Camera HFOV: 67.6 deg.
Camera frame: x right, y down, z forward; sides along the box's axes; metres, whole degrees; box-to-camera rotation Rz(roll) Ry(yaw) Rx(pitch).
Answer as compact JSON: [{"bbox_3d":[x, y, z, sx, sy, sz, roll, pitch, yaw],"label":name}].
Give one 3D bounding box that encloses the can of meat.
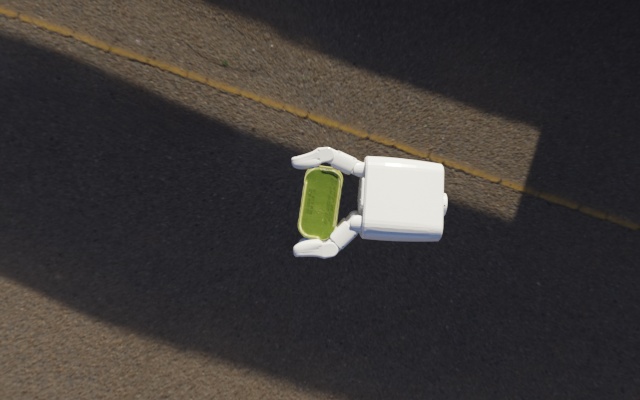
[{"bbox_3d":[0.000,0.002,0.676,0.057,0.102,0.084,8,5,0],"label":"can of meat"}]
